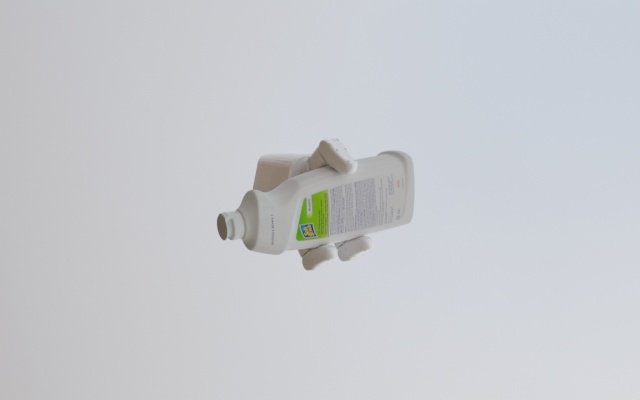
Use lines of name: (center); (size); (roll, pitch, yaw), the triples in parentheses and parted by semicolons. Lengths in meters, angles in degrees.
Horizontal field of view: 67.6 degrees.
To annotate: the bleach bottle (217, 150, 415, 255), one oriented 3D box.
bleach bottle: (0.000, 0.002, 0.566); (0.251, 0.102, 0.068); (-10, 12, -33)
